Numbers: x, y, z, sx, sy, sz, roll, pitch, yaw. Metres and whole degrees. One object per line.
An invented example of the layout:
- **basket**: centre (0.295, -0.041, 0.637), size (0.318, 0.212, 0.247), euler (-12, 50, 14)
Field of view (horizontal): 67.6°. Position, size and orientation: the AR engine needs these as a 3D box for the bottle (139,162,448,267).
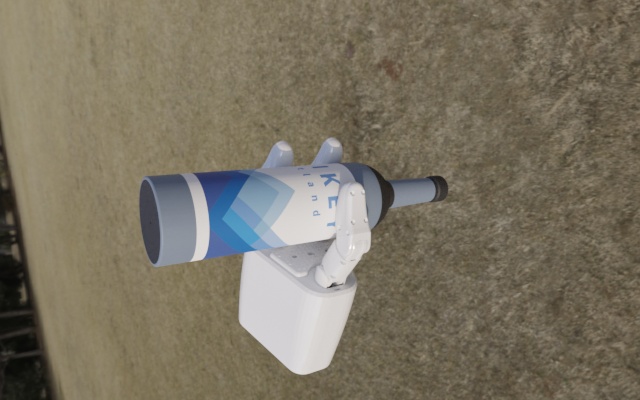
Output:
- **bottle**: centre (0.000, 0.001, 0.424), size (0.295, 0.069, 0.069), euler (-6, 3, -32)
